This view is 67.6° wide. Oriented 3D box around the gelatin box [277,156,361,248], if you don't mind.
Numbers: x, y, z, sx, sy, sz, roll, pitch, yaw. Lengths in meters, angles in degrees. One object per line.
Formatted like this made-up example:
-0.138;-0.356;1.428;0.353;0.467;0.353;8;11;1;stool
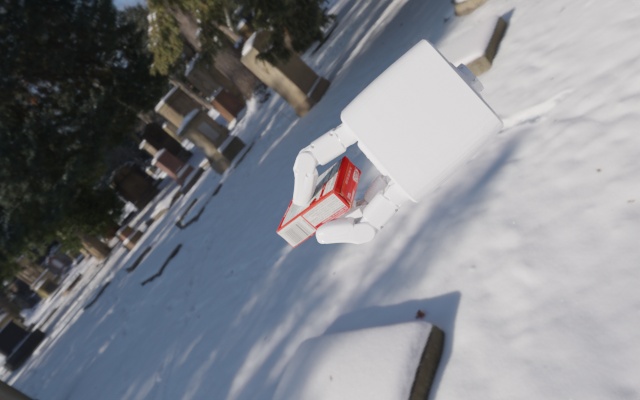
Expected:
0.000;0.002;0.515;0.089;0.030;0.073;-36;18;29;gelatin box
